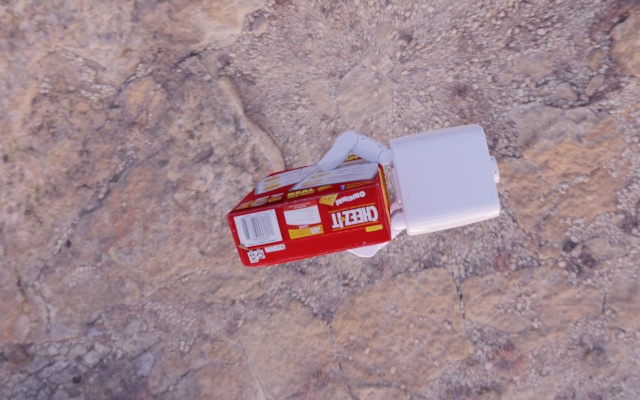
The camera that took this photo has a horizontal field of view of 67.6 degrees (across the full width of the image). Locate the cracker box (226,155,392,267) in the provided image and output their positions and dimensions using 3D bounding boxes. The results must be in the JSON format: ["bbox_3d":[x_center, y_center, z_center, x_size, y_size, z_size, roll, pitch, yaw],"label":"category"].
[{"bbox_3d":[0.000,0.002,0.585,0.164,0.072,0.213,-12,13,10],"label":"cracker box"}]
